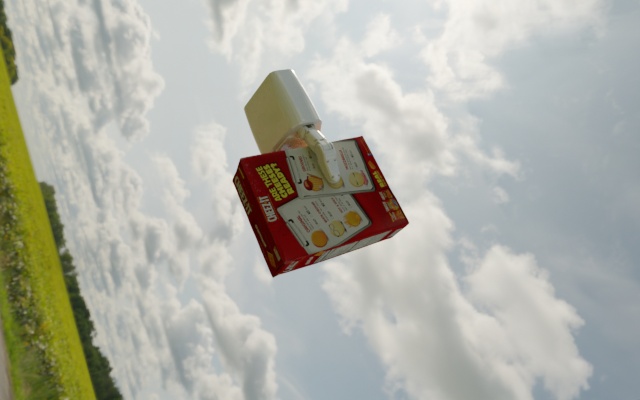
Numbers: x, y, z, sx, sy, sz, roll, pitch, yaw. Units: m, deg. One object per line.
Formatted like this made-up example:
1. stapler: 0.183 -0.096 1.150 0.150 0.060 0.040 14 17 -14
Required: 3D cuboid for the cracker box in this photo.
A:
1. cracker box: 0.000 0.002 0.707 0.213 0.164 0.072 -15 -21 -29
